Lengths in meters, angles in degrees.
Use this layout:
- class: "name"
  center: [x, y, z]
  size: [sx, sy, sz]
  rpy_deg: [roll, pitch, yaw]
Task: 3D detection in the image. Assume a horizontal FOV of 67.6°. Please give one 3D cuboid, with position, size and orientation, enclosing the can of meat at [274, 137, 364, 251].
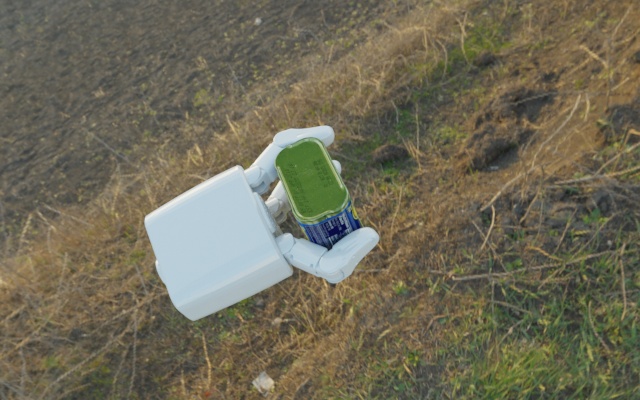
- class: "can of meat"
  center: [0.000, 0.001, 0.458]
  size: [0.057, 0.102, 0.084]
  rpy_deg: [-25, -38, 0]
